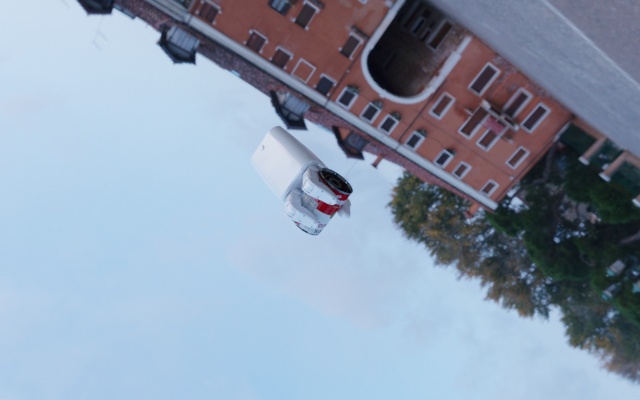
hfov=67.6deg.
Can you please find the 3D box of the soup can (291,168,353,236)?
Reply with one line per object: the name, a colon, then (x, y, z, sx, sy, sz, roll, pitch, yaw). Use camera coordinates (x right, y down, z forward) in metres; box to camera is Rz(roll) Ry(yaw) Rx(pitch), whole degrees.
soup can: (0.000, 0.003, 0.836, 0.068, 0.102, 0.068, 31, 23, -15)
